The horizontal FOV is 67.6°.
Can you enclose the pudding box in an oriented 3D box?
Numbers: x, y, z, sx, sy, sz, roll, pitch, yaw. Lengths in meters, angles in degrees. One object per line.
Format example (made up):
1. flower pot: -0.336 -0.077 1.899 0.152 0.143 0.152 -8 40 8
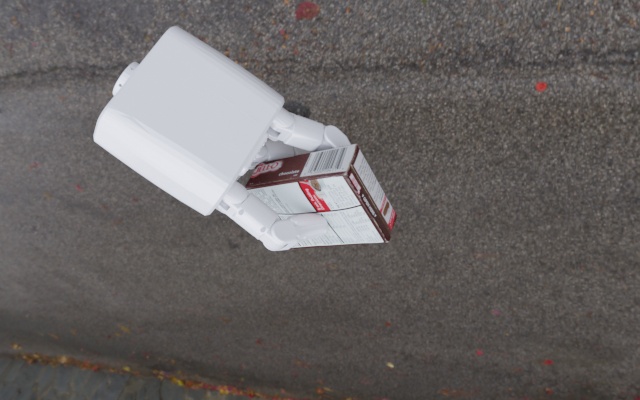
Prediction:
1. pudding box: 0.000 0.002 0.435 0.113 0.039 0.090 -6 -46 35
